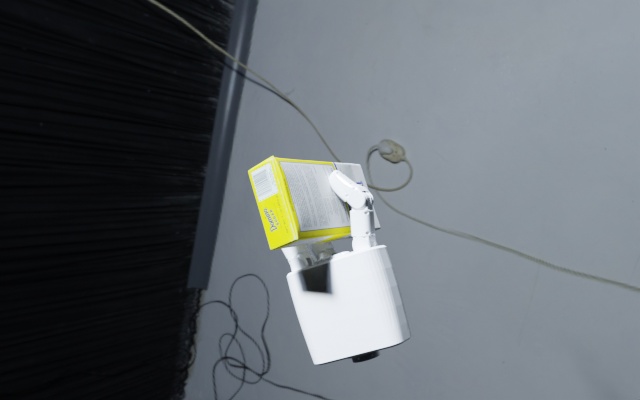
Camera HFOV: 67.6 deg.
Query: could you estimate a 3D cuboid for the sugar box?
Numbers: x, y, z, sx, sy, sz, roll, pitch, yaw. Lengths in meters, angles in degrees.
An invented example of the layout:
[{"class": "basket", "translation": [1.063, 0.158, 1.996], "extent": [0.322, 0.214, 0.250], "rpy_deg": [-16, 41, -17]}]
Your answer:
[{"class": "sugar box", "translation": [0.000, 0.002, 0.562], "extent": [0.048, 0.093, 0.176], "rpy_deg": [-23, -13, 31]}]
